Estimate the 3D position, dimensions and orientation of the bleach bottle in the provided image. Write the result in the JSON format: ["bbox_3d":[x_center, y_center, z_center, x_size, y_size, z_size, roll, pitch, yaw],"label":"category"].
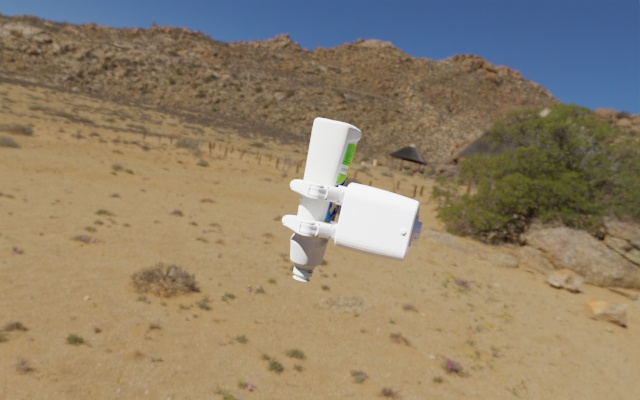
[{"bbox_3d":[0.000,0.002,0.755,0.068,0.251,0.102,14,5,14],"label":"bleach bottle"}]
